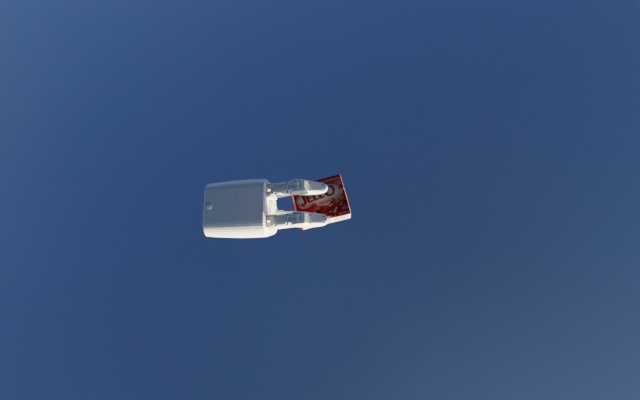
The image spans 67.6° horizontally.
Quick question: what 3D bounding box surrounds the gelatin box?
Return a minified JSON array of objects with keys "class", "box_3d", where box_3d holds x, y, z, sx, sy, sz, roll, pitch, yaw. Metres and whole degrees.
[{"class":"gelatin box","box_3d":[0.000,0.003,0.808,0.089,0.073,0.030,-14,-18,-2]}]
